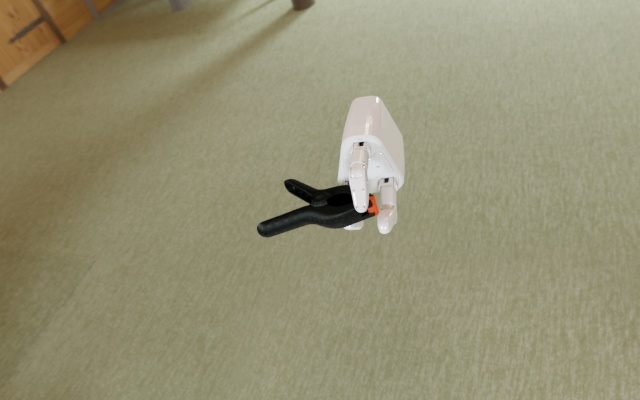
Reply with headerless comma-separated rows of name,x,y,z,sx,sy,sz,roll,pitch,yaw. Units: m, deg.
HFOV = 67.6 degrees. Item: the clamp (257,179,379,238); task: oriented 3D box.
clamp,0.000,0.002,0.690,0.171,0.039,0.120,-5,44,16
